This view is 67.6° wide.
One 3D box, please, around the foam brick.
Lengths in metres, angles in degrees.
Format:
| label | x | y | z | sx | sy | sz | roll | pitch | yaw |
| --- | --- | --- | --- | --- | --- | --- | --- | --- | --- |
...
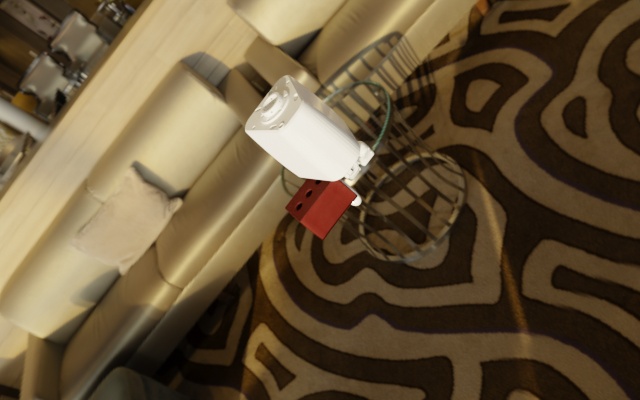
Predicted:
| label | x | y | z | sx | sy | sz | roll | pitch | yaw |
| --- | --- | --- | --- | --- | --- | --- | --- | --- | --- |
| foam brick | 0.000 | 0.002 | 0.650 | 0.051 | 0.078 | 0.053 | 36 | 1 | -36 |
